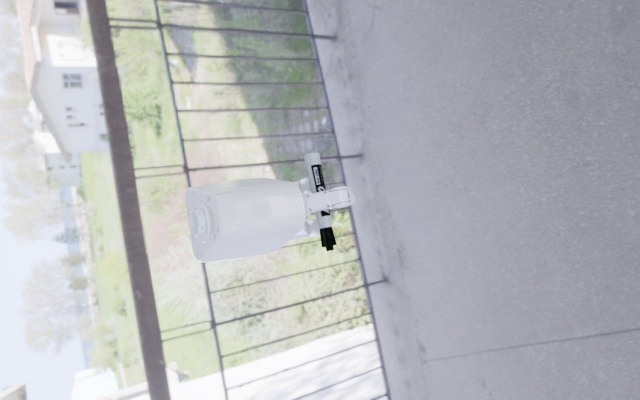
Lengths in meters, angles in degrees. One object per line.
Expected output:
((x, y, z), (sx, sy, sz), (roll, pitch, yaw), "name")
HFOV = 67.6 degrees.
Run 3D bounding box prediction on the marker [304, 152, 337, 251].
((0.000, 0.002, 0.584), (0.020, 0.121, 0.020), (-11, -6, -1), "marker")
